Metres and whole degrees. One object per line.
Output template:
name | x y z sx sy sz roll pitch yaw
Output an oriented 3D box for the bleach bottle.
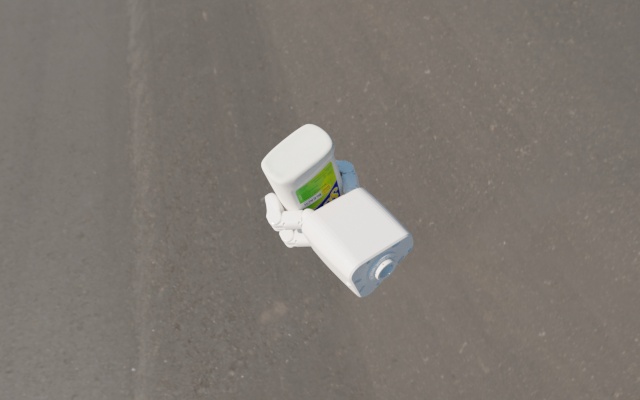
bleach bottle | 0.000 0.002 0.730 0.068 0.102 0.251 45 -10 35
